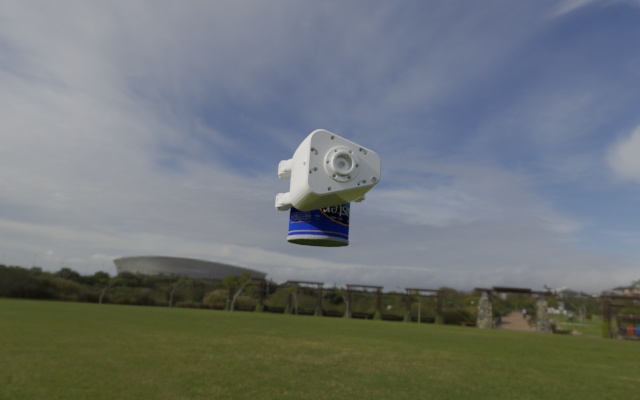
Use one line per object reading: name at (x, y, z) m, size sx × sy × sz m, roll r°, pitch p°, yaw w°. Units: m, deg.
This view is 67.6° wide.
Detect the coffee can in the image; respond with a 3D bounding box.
coffee can at (0.000, 0.003, 0.802) m, size 0.103 × 0.140 × 0.103 m, roll 4°, pitch -11°, yaw 1°
